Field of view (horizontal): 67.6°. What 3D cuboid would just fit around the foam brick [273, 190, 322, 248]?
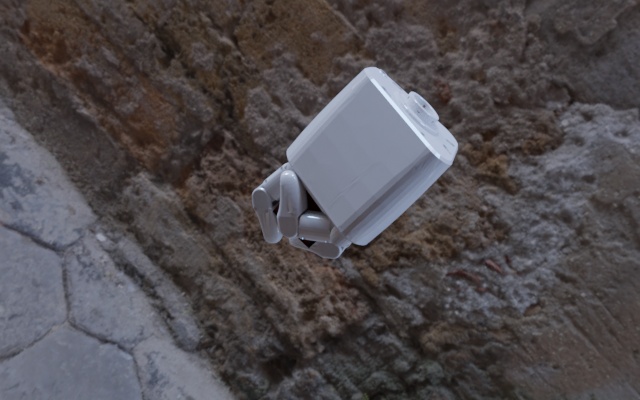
[{"bbox_3d":[0.000,0.001,0.479,0.051,0.053,0.078,-45,-1,27],"label":"foam brick"}]
